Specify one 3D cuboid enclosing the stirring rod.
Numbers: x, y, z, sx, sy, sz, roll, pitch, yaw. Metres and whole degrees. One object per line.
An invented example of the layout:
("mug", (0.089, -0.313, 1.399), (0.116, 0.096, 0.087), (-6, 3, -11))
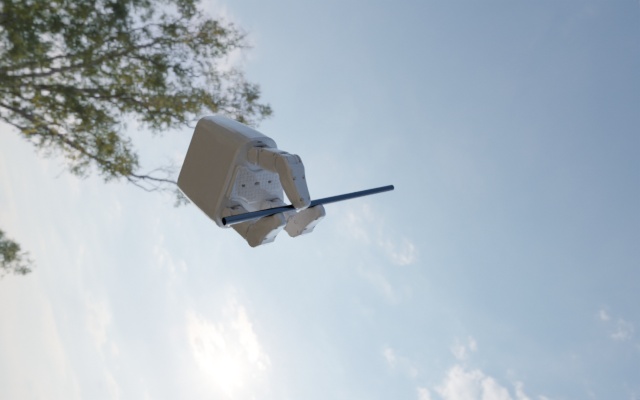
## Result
("stirring rod", (0.000, 0.002, 0.521), (0.239, 0.011, 0.011), (-11, 7, -41))
